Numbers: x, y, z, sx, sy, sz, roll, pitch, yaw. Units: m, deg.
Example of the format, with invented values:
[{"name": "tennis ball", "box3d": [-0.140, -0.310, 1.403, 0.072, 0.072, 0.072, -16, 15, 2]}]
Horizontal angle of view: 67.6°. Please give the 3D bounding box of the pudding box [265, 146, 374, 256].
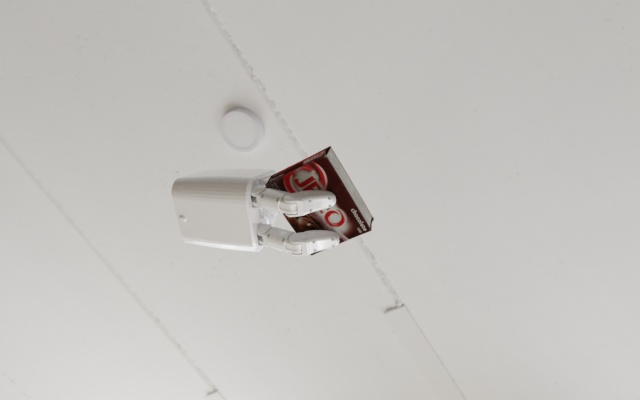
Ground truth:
[{"name": "pudding box", "box3d": [0.000, 0.002, 0.588, 0.090, 0.113, 0.039, -25, 20, 25]}]
